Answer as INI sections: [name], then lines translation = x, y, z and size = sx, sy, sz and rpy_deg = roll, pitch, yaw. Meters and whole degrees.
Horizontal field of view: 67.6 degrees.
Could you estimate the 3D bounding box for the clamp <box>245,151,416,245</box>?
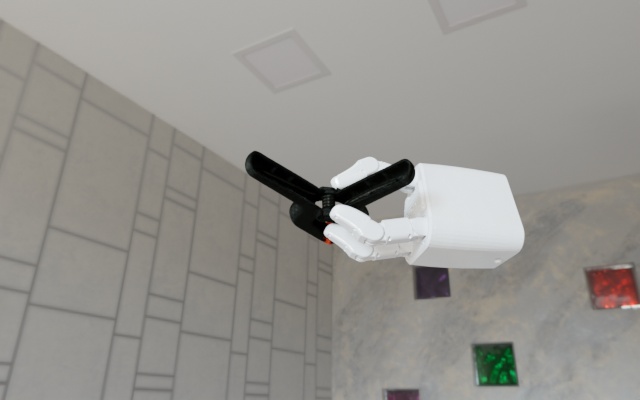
[clamp]
translation = 0.000, 0.001, 0.541
size = 0.164, 0.036, 0.210
rpy_deg = 7, -24, -4
